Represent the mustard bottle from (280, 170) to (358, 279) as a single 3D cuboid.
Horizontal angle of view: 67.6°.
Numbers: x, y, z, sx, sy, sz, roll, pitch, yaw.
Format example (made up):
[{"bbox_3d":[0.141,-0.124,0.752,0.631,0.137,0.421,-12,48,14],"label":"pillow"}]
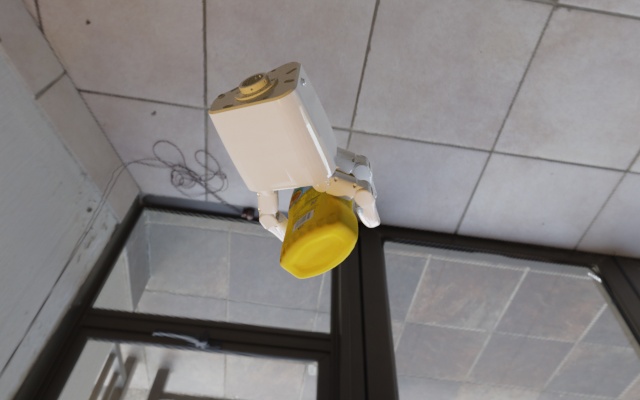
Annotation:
[{"bbox_3d":[0.000,0.002,0.593,0.058,0.191,0.096,38,-61,-23],"label":"mustard bottle"}]
